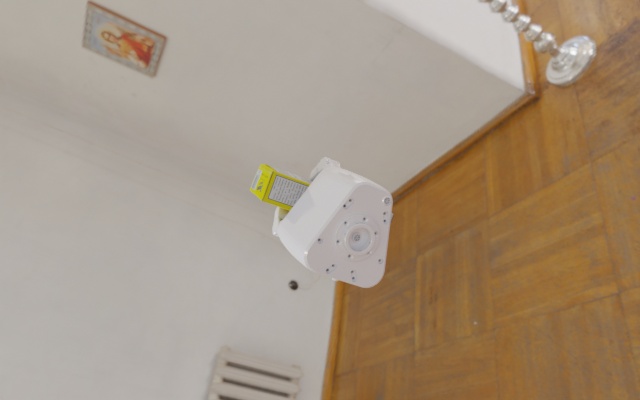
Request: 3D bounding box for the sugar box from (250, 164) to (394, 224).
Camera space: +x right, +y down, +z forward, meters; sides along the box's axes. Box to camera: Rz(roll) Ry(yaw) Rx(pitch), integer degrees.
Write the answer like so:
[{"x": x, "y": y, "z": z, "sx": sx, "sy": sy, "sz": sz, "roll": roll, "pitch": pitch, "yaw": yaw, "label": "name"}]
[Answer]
[{"x": 0.000, "y": 0.003, "z": 0.642, "sx": 0.176, "sy": 0.048, "sz": 0.093, "roll": 22, "pitch": 4, "yaw": -20, "label": "sugar box"}]
